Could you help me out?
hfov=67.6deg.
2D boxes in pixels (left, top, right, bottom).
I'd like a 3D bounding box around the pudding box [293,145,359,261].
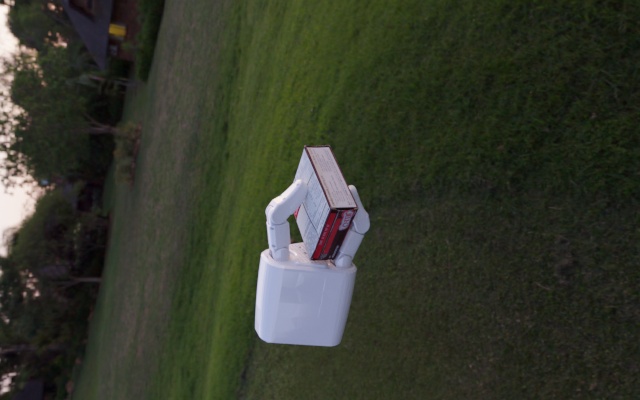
[{"bbox_3d":[0.000,0.002,0.573,0.039,0.090,0.113,-1,45,-25],"label":"pudding box"}]
